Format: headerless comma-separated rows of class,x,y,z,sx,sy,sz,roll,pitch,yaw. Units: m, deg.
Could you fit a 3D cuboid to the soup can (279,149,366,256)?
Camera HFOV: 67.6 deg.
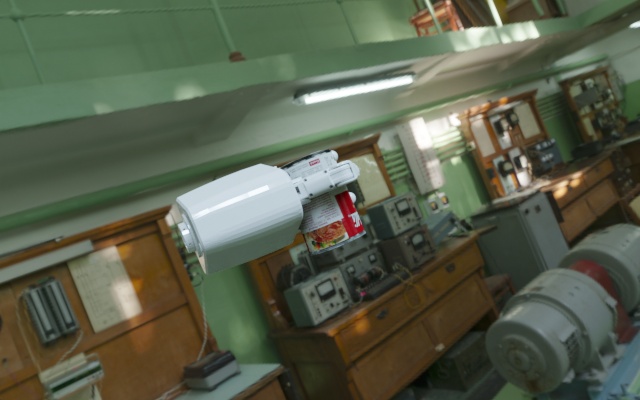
soup can,0.000,0.001,0.533,0.068,0.102,0.068,-22,0,0
